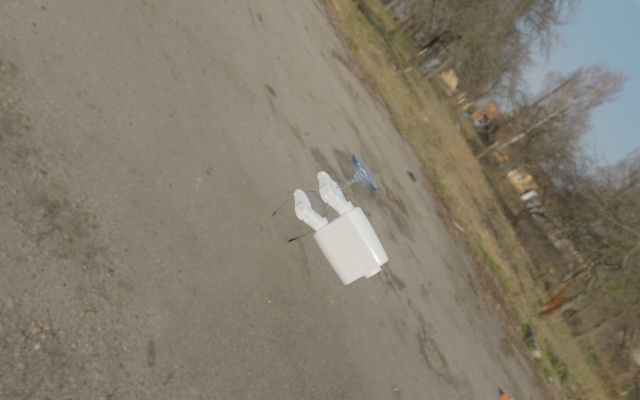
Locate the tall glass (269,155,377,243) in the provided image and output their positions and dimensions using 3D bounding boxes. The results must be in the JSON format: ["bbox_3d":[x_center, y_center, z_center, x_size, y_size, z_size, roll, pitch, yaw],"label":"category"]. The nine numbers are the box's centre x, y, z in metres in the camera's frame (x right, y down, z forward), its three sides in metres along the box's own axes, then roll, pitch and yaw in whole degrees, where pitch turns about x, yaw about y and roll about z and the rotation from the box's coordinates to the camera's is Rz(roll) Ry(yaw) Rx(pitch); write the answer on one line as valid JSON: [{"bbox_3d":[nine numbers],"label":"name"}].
[{"bbox_3d":[0.001,0.002,0.867,0.201,0.079,0.079,-33,-13,20],"label":"tall glass"}]
